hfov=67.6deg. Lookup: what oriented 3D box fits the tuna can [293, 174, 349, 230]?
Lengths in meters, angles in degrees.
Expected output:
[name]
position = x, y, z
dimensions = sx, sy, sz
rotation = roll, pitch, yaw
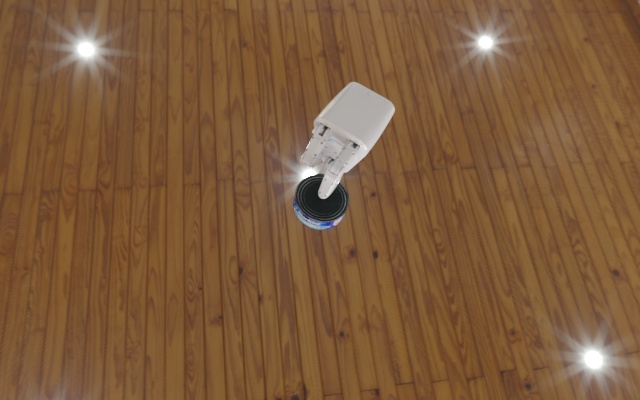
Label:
[tuna can]
position = 0.000, 0.003, 0.751
dimensions = 0.086, 0.086, 0.034
rotation = 0, -29, -12
